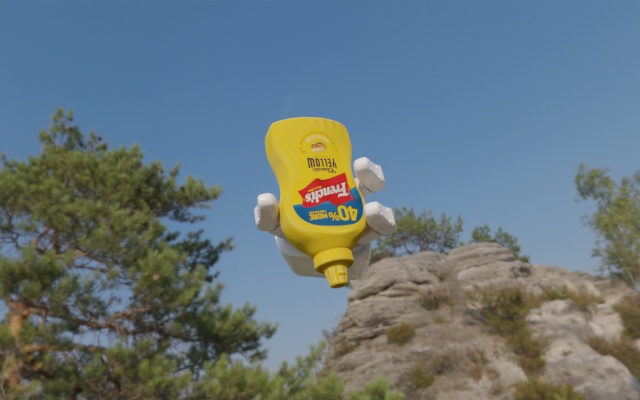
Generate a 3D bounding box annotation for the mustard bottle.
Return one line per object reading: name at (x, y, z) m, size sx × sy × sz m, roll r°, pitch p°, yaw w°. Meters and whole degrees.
mustard bottle at (0.000, 0.001, 0.519) m, size 0.096 × 0.191 × 0.058 m, roll -1°, pitch -28°, yaw -23°
